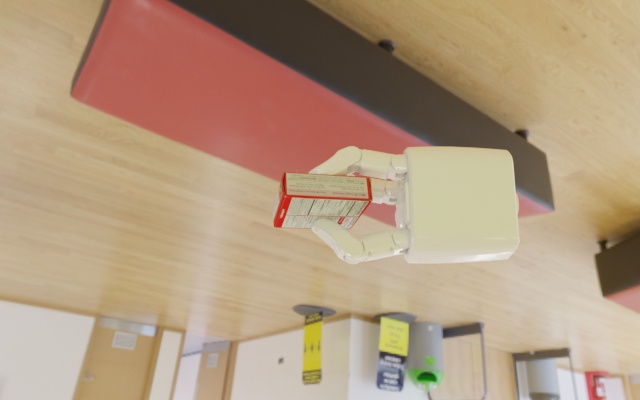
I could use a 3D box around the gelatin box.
[{"bbox_3d":[0.000,0.002,0.486,0.089,0.030,0.073,2,-27,-13],"label":"gelatin box"}]
